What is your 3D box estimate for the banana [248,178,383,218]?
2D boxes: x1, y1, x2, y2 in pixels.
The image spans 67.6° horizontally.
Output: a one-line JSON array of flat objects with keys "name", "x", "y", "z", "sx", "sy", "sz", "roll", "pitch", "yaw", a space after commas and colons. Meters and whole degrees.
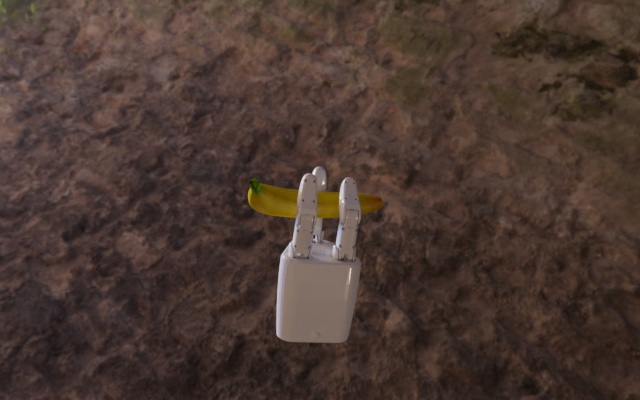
[{"name": "banana", "x": -0.013, "y": 0.003, "z": 0.604, "sx": 0.198, "sy": 0.037, "sz": 0.069, "roll": 5, "pitch": -8, "yaw": -35}]
